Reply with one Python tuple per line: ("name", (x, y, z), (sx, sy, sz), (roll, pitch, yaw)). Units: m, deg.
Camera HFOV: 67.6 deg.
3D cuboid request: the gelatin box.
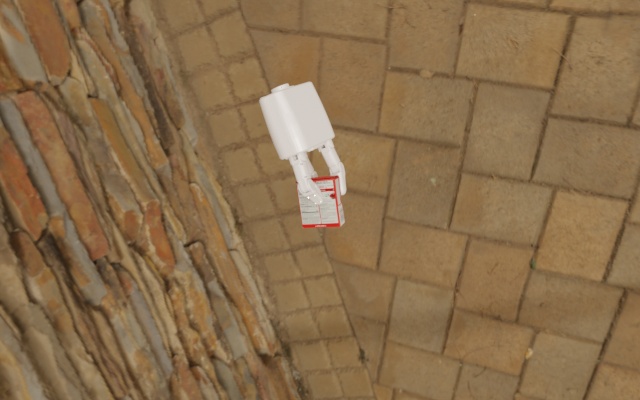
("gelatin box", (0.000, 0.003, 0.842), (0.073, 0.089, 0.030), (-4, 11, 21))
